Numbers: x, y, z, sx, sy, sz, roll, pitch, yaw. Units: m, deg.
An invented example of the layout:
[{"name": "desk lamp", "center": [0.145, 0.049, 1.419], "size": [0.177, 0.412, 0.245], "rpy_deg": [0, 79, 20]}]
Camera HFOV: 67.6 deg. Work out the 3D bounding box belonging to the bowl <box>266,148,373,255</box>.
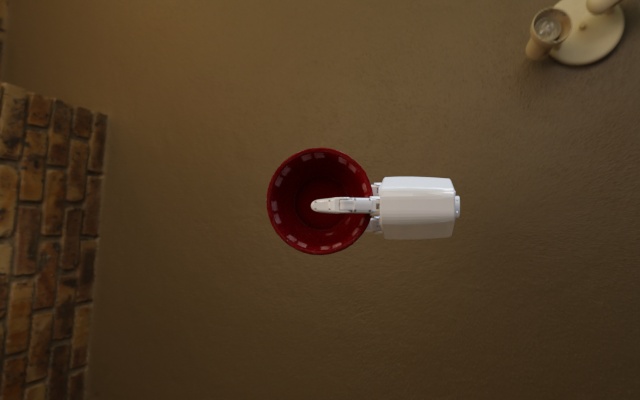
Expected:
[{"name": "bowl", "center": [-0.001, 0.002, 0.739], "size": [0.162, 0.162, 0.055], "rpy_deg": [0, -4, 3]}]
